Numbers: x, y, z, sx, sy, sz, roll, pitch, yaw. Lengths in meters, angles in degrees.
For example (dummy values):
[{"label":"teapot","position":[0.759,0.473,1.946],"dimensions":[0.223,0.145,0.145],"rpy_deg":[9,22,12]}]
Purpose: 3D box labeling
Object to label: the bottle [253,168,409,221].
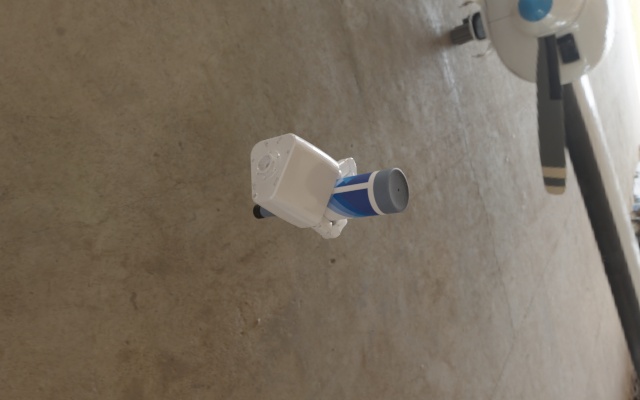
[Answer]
[{"label":"bottle","position":[0.000,0.003,0.792],"dimensions":[0.296,0.069,0.069],"rpy_deg":[-9,-5,37]}]
